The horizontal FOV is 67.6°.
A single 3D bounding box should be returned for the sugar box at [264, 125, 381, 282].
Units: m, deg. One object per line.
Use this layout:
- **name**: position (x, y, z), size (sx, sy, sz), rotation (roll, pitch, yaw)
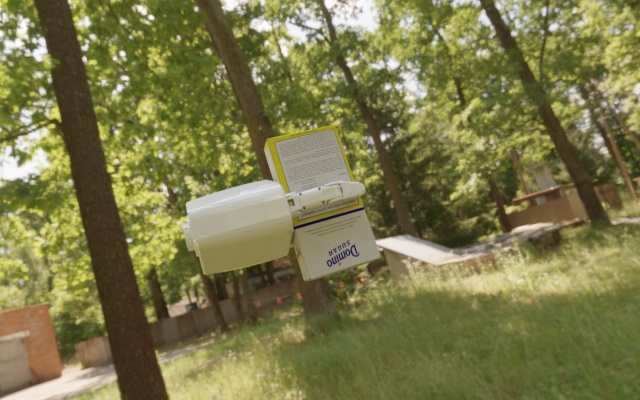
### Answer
- **sugar box**: position (0.000, 0.002, 0.585), size (0.093, 0.176, 0.048), rotation (-14, -8, -15)
